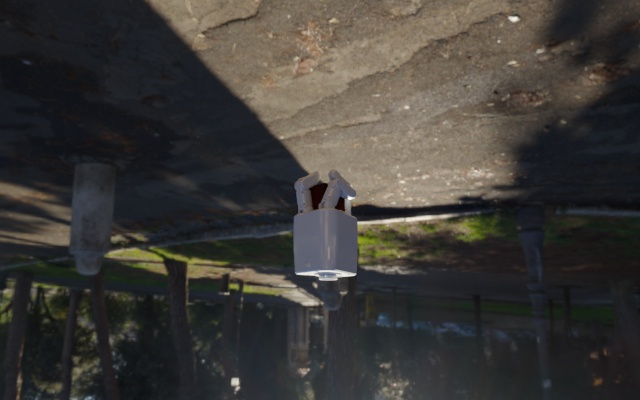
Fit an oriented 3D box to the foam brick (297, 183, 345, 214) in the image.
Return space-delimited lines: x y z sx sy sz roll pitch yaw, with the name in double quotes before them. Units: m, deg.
"foam brick" 0.000 0.003 0.889 0.053 0.051 0.078 12 -18 -42
